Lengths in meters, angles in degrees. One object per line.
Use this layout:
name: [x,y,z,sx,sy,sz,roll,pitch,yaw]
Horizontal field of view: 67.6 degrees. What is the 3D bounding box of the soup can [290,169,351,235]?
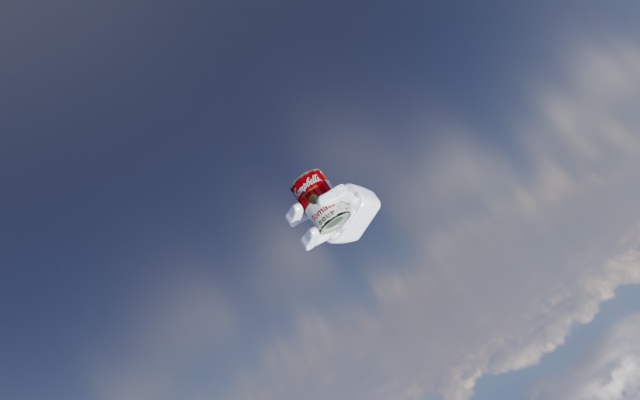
soup can: [0.000,0.003,0.864,0.068,0.102,0.068,-30,-20,-12]
